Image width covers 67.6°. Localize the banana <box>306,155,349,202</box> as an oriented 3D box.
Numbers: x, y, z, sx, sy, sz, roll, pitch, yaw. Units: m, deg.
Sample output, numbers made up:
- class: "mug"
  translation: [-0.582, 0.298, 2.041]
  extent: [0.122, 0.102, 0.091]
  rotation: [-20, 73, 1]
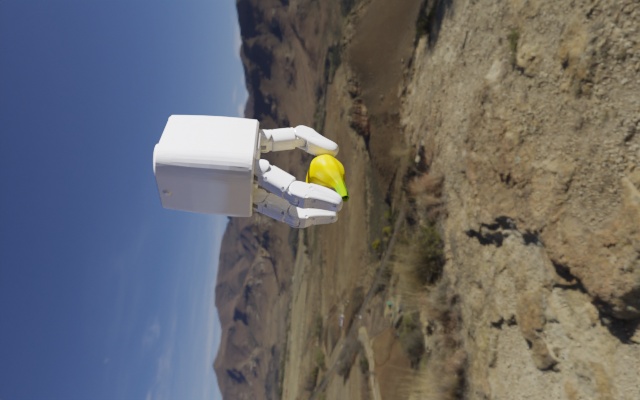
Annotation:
- class: "banana"
  translation: [0.001, -0.017, 0.619]
  extent: [0.037, 0.069, 0.198]
  rotation: [2, -10, -8]
